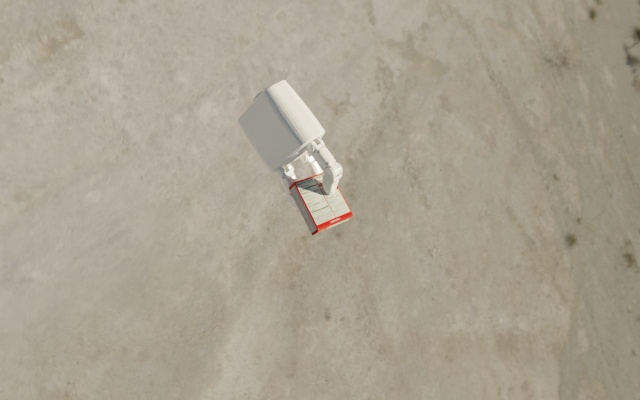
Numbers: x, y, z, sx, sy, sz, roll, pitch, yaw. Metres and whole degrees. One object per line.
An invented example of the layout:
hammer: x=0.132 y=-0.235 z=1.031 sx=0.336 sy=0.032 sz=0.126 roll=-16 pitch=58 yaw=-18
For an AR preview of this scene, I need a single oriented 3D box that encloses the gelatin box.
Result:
gelatin box: x=0.000 y=0.003 z=0.779 sx=0.073 sy=0.089 sz=0.030 roll=-21 pitch=-13 yaw=-32
